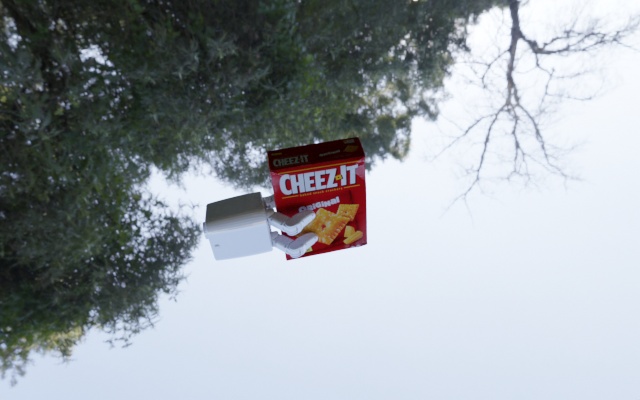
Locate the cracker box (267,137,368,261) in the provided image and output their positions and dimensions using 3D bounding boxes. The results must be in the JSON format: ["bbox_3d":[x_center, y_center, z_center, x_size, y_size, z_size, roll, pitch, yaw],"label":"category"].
[{"bbox_3d":[0.000,0.003,0.871,0.164,0.214,0.072,-10,40,-5],"label":"cracker box"}]
